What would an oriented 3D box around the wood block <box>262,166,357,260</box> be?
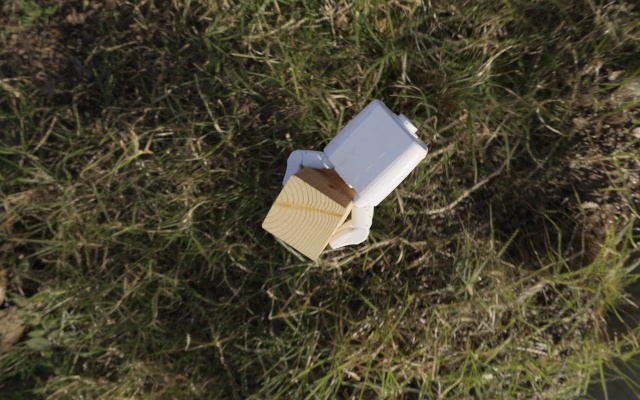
[{"bbox_3d":[0.000,0.002,0.737,0.091,0.090,0.206,33,17,5],"label":"wood block"}]
